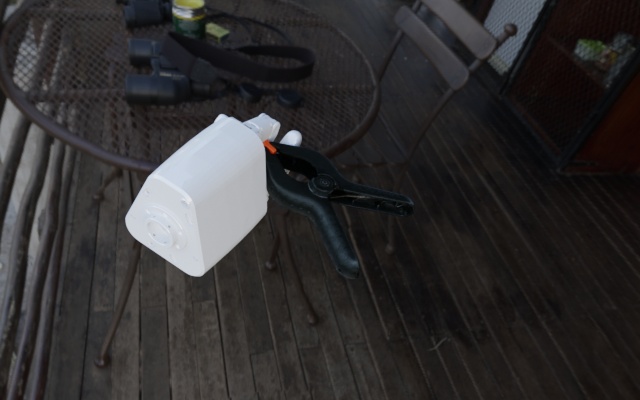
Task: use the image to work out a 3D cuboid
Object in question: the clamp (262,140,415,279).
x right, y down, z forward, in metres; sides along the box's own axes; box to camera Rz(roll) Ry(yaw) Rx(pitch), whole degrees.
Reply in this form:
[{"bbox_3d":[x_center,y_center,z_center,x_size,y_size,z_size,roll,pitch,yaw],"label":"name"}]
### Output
[{"bbox_3d":[0.000,0.001,0.478,0.171,0.039,0.120,28,44,11],"label":"clamp"}]
